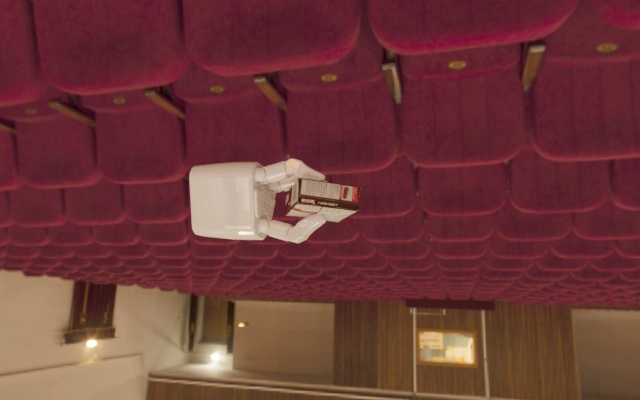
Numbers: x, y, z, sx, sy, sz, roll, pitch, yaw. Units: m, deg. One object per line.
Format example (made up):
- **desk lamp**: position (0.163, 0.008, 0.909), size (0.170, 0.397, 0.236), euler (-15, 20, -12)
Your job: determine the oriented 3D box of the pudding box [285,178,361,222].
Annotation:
- **pudding box**: position (0.000, 0.002, 0.696), size (0.090, 0.039, 0.113), euler (7, -11, -11)
